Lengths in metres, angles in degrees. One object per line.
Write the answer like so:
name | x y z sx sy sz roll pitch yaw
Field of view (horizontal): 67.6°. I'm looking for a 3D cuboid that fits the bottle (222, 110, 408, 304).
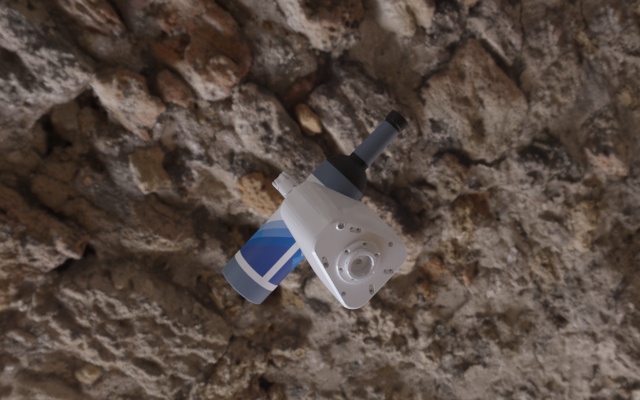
bottle | 0.000 0.002 0.606 0.069 0.296 0.069 43 2 -2
